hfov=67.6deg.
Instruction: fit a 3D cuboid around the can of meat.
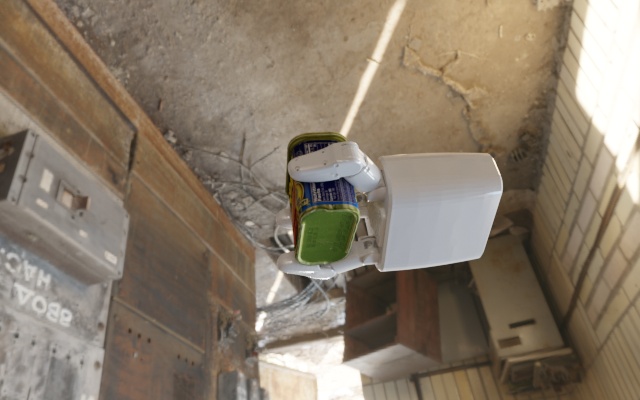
[{"bbox_3d":[0.000,0.002,0.446,0.057,0.084,0.102,-3,-35,-9],"label":"can of meat"}]
